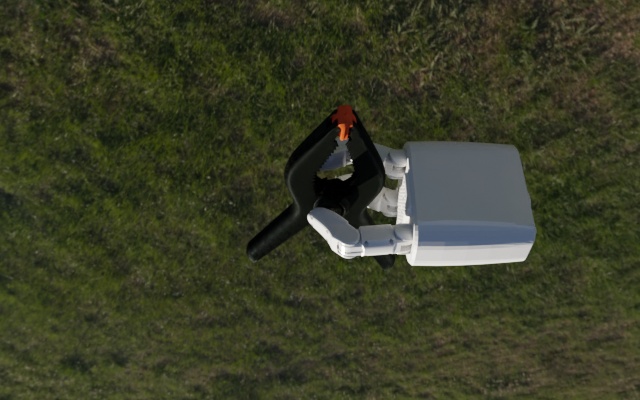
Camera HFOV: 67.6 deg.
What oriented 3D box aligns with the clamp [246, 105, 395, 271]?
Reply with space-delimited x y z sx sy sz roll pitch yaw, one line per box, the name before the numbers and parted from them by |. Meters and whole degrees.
clamp | 0.000 0.002 0.470 0.164 0.036 0.210 -1 -44 0
